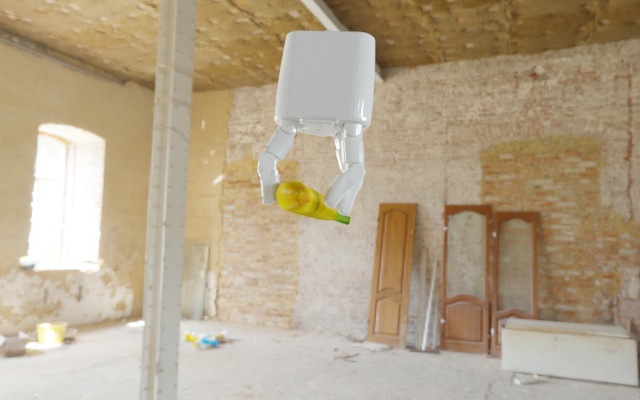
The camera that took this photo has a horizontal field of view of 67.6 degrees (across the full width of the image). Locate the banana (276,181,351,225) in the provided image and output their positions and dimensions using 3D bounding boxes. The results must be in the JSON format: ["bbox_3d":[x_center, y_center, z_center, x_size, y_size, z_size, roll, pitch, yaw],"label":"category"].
[{"bbox_3d":[-0.016,0.000,0.583,0.069,0.037,0.198,9,-5,19],"label":"banana"}]
